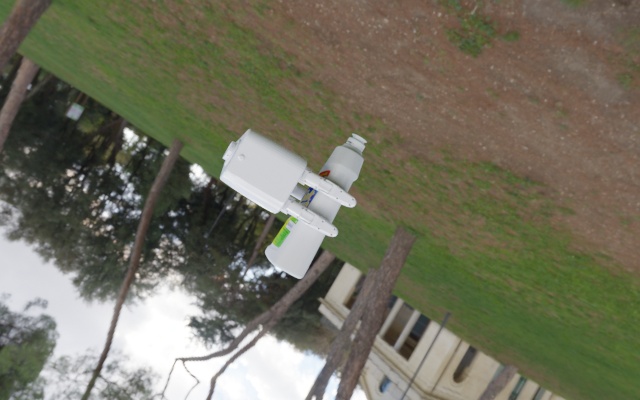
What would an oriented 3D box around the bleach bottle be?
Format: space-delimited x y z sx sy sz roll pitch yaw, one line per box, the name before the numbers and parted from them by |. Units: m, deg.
bleach bottle | 0.000 0.003 0.804 0.068 0.251 0.102 31 -1 -15
